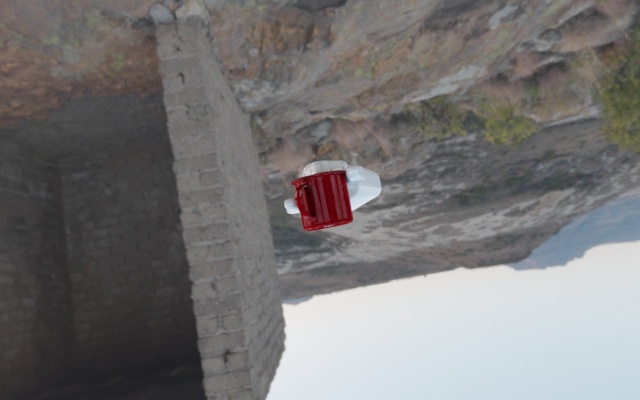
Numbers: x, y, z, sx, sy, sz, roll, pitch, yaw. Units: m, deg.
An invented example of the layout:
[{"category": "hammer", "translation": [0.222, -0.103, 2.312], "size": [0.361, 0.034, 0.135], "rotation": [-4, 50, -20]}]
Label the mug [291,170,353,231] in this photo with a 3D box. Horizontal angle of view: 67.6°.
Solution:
[{"category": "mug", "translation": [-0.001, 0.003, 0.751], "size": [0.093, 0.081, 0.117], "rotation": [-14, -7, 29]}]
